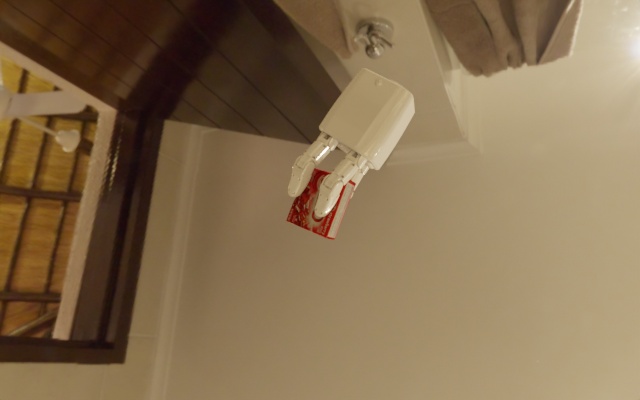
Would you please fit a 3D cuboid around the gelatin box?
[{"bbox_3d":[0.000,0.003,0.685,0.073,0.089,0.030,21,0,30],"label":"gelatin box"}]
